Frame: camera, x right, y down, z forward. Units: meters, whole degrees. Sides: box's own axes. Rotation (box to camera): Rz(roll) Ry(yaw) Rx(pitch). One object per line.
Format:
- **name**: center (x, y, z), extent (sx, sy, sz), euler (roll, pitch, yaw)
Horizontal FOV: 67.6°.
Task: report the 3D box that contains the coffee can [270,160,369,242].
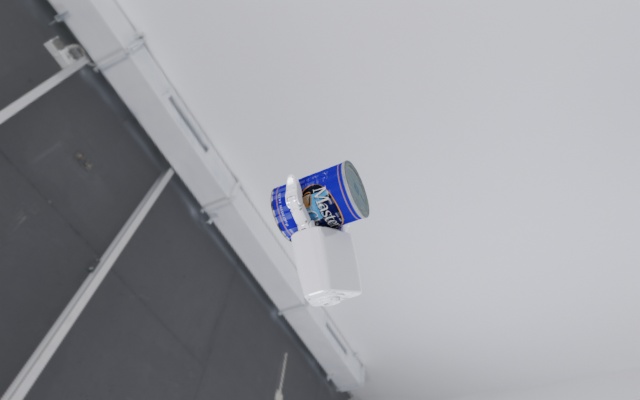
- **coffee can**: center (0.000, 0.002, 0.822), extent (0.140, 0.103, 0.103), euler (-20, -7, 18)
